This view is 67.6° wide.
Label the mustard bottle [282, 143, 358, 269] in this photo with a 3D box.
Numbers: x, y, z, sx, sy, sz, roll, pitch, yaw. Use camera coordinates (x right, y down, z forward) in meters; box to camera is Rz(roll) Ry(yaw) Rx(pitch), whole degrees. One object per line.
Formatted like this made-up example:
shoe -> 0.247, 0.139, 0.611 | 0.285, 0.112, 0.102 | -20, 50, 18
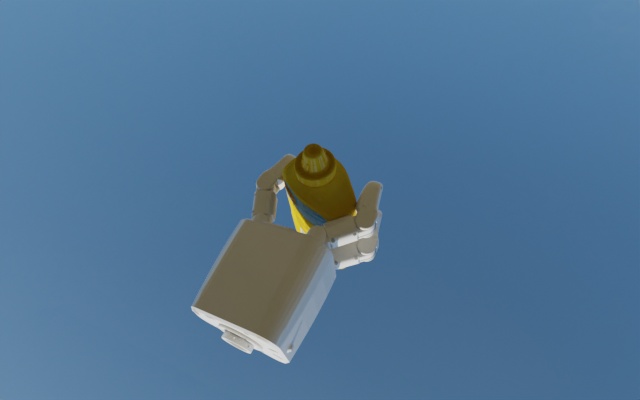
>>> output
mustard bottle -> 0.000, 0.002, 0.525 | 0.058, 0.096, 0.192 | -37, -27, -15
